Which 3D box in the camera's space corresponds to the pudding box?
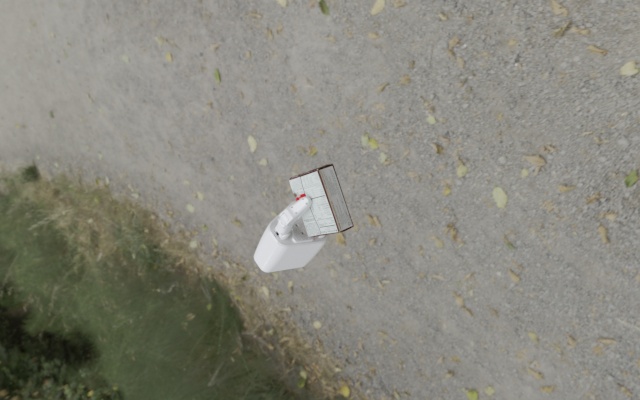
[{"bbox_3d":[0.000,0.003,0.805,0.039,0.113,0.090,-24,6,-38],"label":"pudding box"}]
